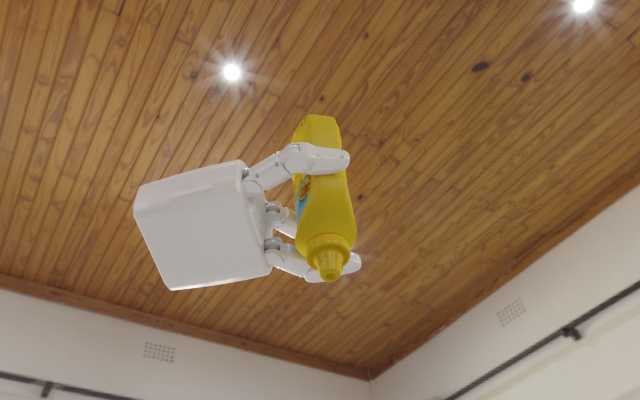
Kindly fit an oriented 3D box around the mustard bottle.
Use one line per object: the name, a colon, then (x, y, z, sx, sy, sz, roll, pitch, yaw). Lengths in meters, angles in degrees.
mustard bottle: (0.000, 0.001, 0.485, 0.058, 0.096, 0.191, 5, 41, -11)
